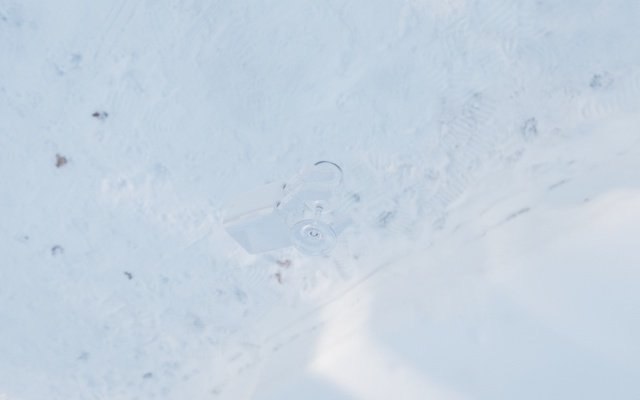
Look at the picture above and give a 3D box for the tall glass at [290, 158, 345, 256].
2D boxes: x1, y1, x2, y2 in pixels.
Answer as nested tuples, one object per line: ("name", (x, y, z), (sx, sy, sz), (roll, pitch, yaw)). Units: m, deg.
("tall glass", (0.000, 0.003, 0.829), (0.079, 0.079, 0.201), (0, 35, 9))
